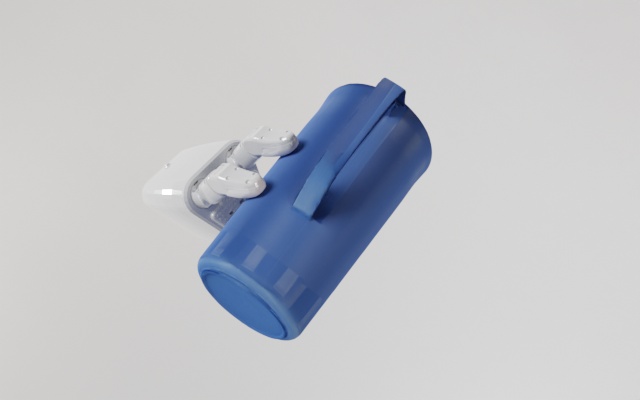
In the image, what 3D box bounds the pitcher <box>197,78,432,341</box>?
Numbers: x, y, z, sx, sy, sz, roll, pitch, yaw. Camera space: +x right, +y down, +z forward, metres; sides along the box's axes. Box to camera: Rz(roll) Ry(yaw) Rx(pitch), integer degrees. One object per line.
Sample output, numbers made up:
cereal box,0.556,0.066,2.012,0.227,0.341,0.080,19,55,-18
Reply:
pitcher,0.000,0.002,0.453,0.145,0.149,0.242,5,46,43
